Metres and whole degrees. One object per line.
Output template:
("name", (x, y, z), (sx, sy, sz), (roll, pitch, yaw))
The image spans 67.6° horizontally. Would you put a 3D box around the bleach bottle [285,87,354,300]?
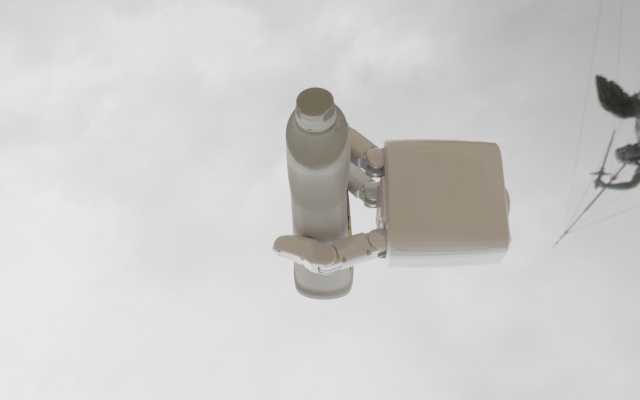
("bleach bottle", (0.000, 0.001, 0.450), (0.068, 0.102, 0.251), (0, -32, 2))
